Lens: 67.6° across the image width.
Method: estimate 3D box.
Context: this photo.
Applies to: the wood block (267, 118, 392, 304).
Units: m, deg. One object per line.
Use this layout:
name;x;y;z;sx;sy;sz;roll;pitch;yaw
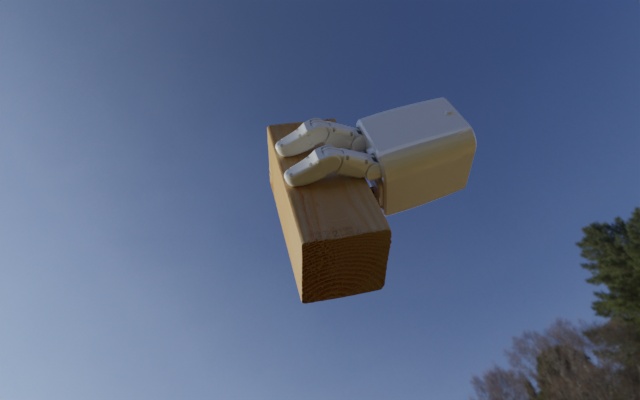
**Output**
wood block;0.000;0.002;0.540;0.090;0.091;0.206;-8;41;-10
